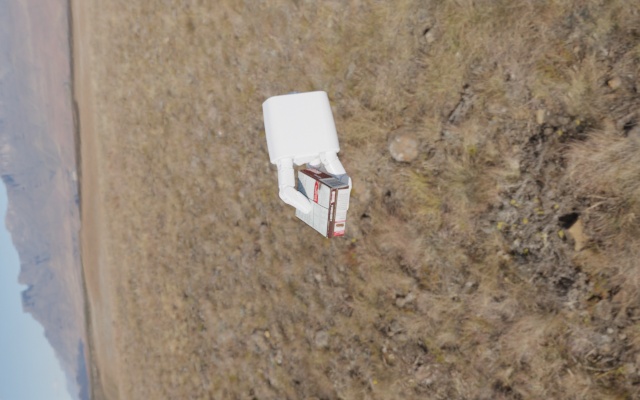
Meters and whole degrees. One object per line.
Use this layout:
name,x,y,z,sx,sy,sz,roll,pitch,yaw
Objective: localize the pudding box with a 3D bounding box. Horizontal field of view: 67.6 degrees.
pudding box,0.000,0.003,0.810,0.039,0.090,0.113,-7,22,-29
